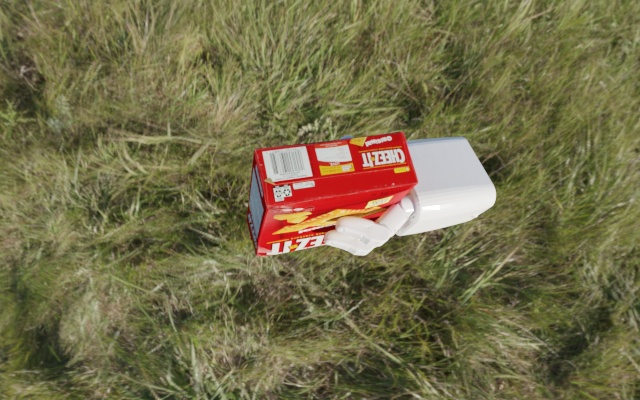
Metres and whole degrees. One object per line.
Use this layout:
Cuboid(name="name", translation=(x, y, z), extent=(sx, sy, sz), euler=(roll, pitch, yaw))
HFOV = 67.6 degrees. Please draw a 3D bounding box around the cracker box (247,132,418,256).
Cuboid(name="cracker box", translation=(0.000, 0.002, 0.578), extent=(0.164, 0.072, 0.214), euler=(-9, -18, -14))
